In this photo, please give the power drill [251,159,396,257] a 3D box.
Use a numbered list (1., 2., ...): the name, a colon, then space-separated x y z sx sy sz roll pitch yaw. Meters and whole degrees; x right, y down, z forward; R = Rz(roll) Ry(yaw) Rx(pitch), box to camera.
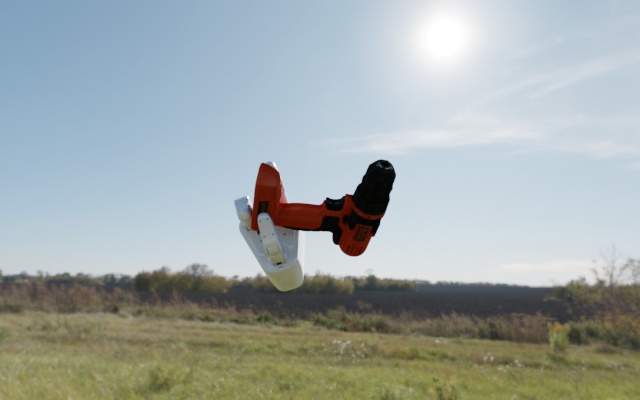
1. power drill: 0.000 0.002 0.677 0.187 0.185 0.057 12 44 -4
